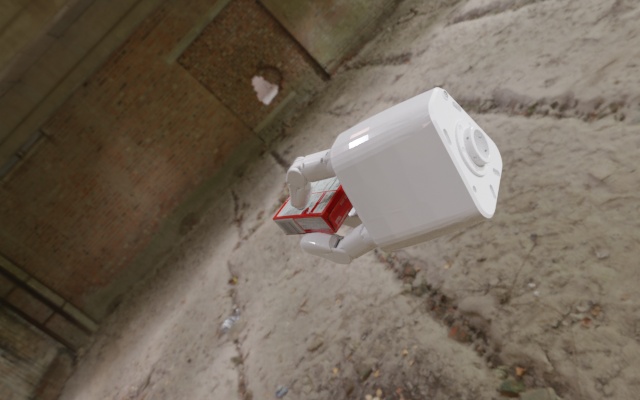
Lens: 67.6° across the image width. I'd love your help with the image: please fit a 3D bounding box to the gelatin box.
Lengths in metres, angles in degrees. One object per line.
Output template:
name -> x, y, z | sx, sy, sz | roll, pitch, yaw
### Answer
gelatin box -> 0.000, 0.001, 0.519 | 0.089, 0.030, 0.073 | -7, 40, 49
